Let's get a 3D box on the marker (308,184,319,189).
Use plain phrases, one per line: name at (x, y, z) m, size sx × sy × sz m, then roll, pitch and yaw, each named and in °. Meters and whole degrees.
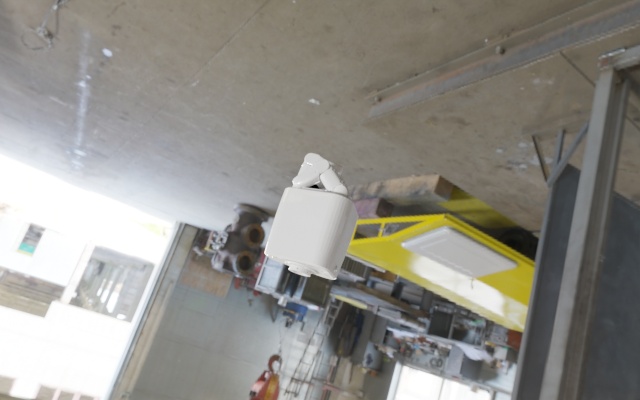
marker at (0.000, 0.002, 0.766) m, size 0.020 × 0.020 × 0.121 m, roll 0°, pitch -20°, yaw 13°
